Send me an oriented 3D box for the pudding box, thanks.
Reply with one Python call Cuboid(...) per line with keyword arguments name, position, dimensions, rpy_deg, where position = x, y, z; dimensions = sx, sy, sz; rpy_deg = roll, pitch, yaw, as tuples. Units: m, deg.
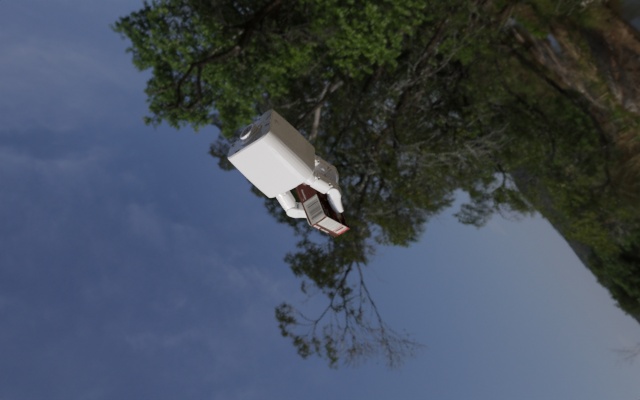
Cuboid(name="pudding box", position=(0.000, 0.003, 0.864), dimensions=(0.039, 0.113, 0.090), rpy_deg=(-32, -31, 20))
